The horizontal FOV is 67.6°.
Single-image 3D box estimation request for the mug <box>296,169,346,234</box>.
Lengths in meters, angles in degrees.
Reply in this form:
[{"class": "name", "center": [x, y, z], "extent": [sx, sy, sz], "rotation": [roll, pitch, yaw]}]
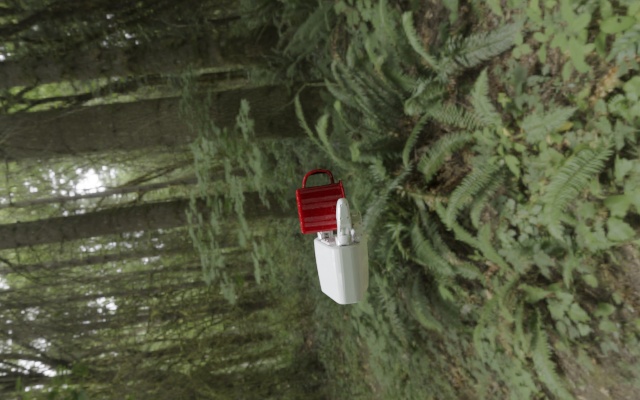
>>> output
[{"class": "mug", "center": [0.000, 0.001, 0.846], "extent": [0.081, 0.117, 0.093], "rotation": [-8, 8, -4]}]
